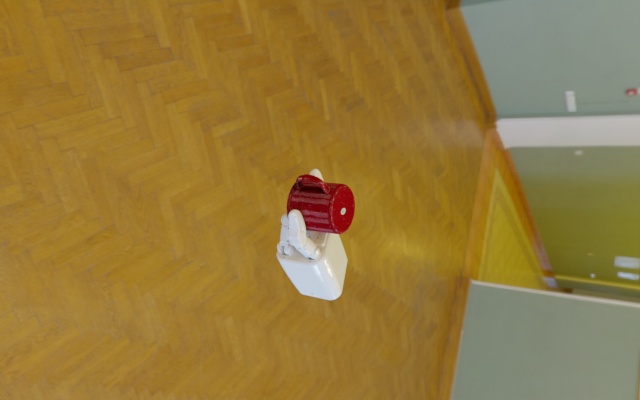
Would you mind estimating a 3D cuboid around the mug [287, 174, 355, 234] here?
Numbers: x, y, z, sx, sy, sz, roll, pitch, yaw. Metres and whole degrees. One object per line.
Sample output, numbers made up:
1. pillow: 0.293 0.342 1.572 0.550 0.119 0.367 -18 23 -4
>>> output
1. mug: 0.000 0.001 0.775 0.081 0.117 0.093 5 47 32
